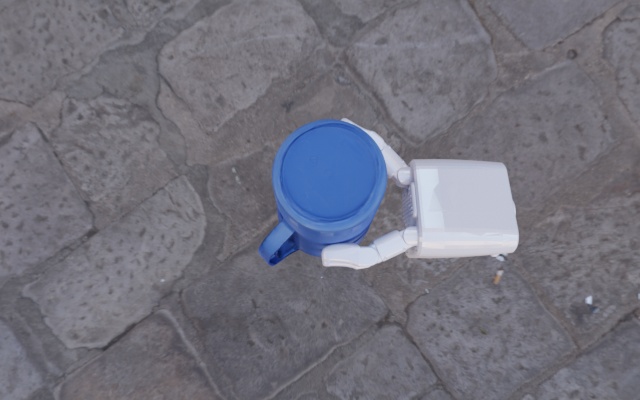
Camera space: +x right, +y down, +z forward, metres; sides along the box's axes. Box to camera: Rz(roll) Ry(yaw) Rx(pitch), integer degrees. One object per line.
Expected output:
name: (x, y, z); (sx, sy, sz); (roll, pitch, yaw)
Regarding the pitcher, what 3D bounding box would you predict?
pitcher: (0.000, 0.002, 0.551); (0.145, 0.149, 0.243); (3, -9, 0)
